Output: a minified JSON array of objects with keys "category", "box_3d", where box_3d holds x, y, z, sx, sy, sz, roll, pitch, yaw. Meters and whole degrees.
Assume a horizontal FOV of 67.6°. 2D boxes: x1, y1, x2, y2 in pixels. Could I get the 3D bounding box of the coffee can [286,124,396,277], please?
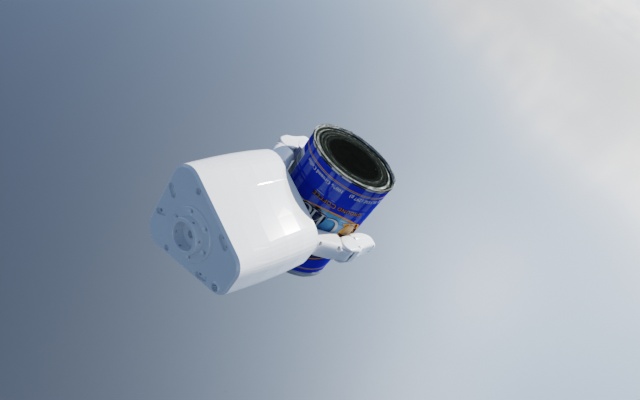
[{"category":"coffee can","box_3d":[0.000,0.002,0.530,0.103,0.102,0.140,0,-43,-46]}]
